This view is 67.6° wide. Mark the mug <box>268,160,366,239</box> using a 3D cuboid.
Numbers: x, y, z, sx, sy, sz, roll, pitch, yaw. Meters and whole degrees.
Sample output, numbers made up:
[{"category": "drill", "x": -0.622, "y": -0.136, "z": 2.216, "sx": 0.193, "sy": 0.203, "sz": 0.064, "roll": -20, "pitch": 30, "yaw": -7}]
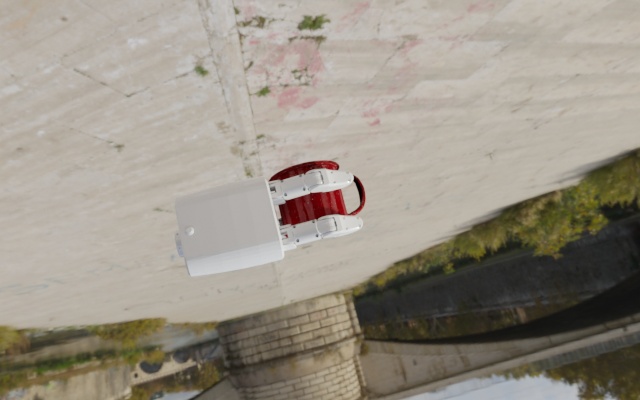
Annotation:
[{"category": "mug", "x": 0.002, "y": 0.002, "z": 0.603, "sx": 0.117, "sy": 0.081, "sz": 0.093, "roll": -12, "pitch": -14, "yaw": -10}]
